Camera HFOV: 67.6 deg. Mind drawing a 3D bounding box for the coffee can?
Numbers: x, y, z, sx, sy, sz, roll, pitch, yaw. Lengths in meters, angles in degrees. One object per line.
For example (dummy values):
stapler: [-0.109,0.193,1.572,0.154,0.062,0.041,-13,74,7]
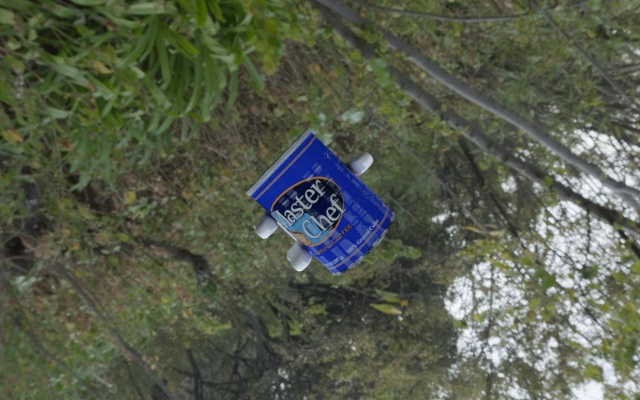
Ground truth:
coffee can: [0.000,0.002,0.550,0.140,0.103,0.103,44,-7,-7]
